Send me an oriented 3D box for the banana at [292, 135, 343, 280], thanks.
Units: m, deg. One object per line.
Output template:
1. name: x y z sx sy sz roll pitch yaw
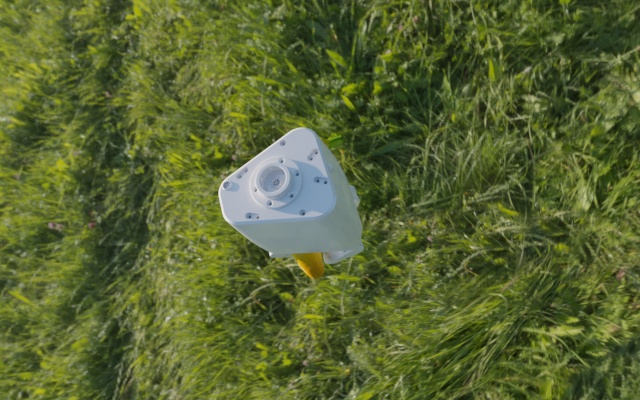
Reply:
1. banana: -0.018 -0.003 0.587 0.069 0.197 0.037 5 -24 9
